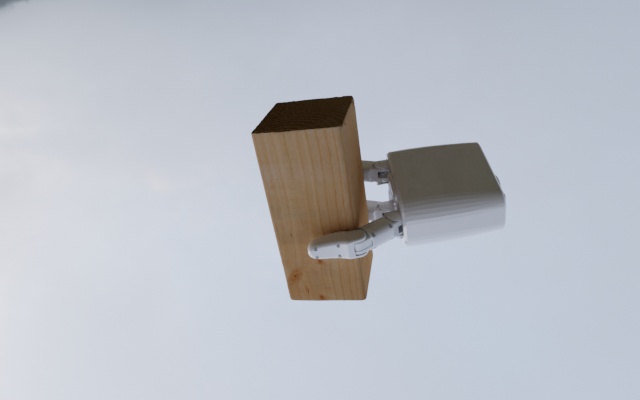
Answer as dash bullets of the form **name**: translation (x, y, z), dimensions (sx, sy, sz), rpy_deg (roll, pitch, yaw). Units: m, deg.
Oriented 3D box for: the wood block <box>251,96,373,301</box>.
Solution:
- **wood block**: translation (0.000, 0.002, 0.524), dimensions (0.090, 0.206, 0.090), rpy_deg (-2, 29, 14)
